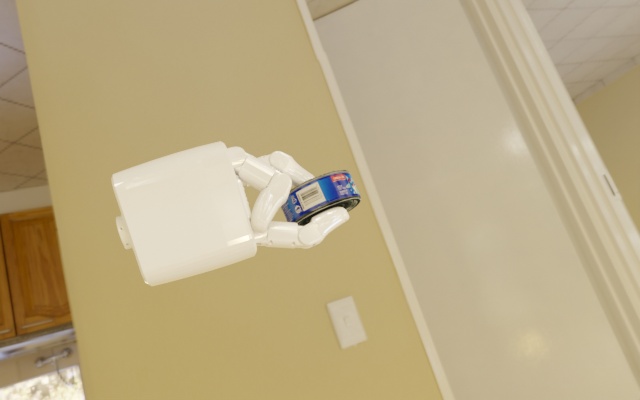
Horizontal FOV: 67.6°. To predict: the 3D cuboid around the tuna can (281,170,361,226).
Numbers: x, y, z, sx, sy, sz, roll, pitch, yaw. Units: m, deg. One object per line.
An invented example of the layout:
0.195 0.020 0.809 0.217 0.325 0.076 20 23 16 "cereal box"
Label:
0.000 0.002 0.520 0.086 0.033 0.086 -23 -13 -6 "tuna can"
